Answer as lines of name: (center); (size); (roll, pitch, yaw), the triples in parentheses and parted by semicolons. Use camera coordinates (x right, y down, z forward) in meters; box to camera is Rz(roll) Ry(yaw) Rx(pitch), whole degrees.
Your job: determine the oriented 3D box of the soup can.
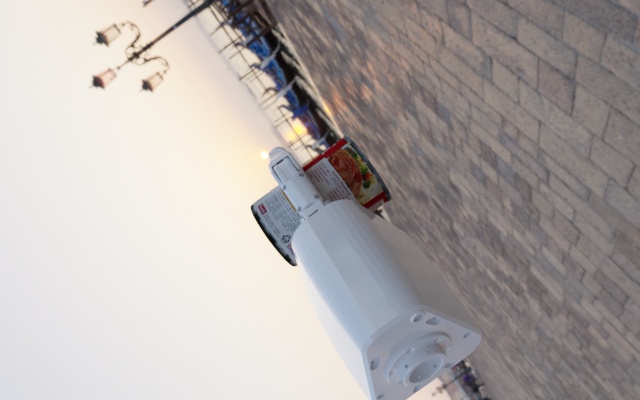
soup can: (0.000, 0.001, 0.410); (0.102, 0.068, 0.068); (-36, -1, 1)
